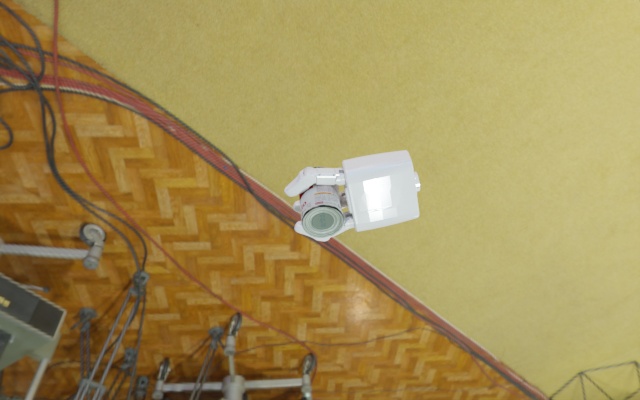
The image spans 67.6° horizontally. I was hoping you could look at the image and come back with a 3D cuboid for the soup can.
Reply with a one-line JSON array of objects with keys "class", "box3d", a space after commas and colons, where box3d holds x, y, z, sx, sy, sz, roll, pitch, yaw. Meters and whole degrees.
[{"class": "soup can", "box3d": [0.000, 0.003, 0.770, 0.068, 0.069, 0.102, 0, 39, -6]}]
